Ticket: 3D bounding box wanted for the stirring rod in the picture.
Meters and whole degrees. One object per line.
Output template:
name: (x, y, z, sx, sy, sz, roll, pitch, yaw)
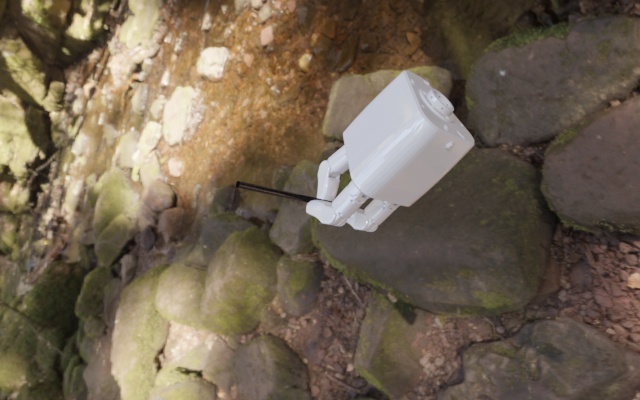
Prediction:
stirring rod: (0.000, 0.002, 0.593, 0.239, 0.011, 0.011, 12, -8, -41)
